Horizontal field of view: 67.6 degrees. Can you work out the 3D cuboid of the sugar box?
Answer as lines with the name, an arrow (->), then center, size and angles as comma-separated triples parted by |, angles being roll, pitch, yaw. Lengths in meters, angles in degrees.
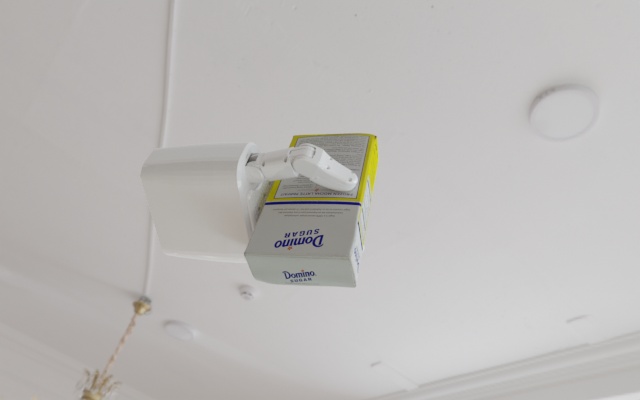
sugar box -> 0.000, 0.002, 0.456 | 0.093, 0.048, 0.176 | 1, 44, 16
